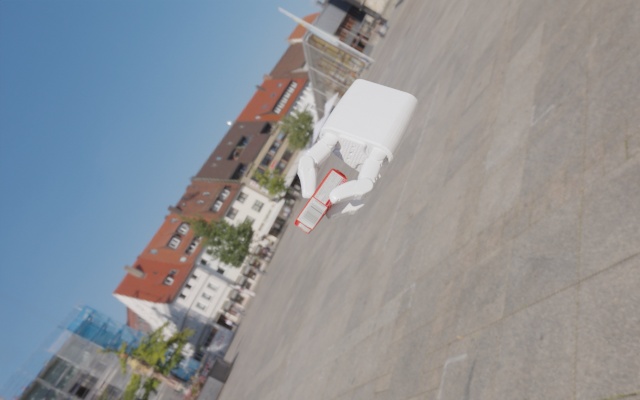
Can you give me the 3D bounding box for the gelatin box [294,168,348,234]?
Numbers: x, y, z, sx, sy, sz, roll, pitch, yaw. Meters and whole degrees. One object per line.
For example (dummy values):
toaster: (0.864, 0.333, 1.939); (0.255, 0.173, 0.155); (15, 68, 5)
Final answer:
gelatin box: (0.000, 0.002, 0.673); (0.030, 0.089, 0.073); (35, -10, -1)
